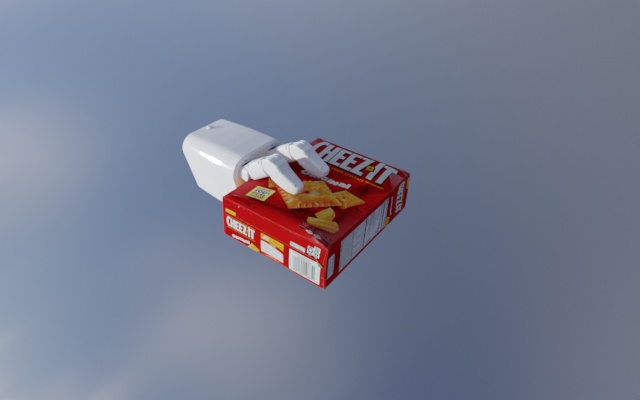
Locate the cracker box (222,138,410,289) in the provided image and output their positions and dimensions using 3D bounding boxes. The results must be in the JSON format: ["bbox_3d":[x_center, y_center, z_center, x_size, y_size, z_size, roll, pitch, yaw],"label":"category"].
[{"bbox_3d":[0.000,0.002,0.649,0.164,0.072,0.213,25,41,25],"label":"cracker box"}]
